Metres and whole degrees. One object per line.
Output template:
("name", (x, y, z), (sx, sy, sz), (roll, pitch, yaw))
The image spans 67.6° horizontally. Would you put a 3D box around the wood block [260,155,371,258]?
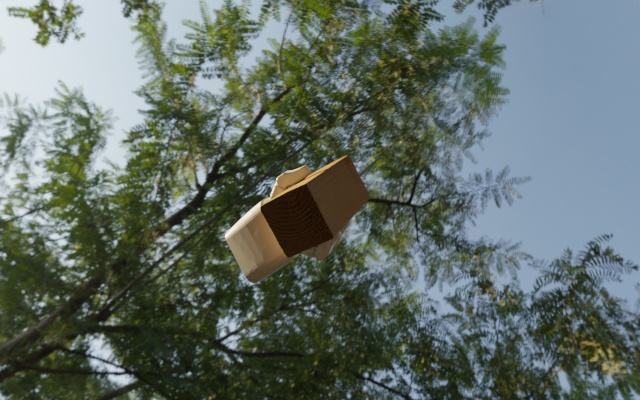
("wood block", (0.000, 0.002, 0.782), (0.090, 0.091, 0.206), (-26, 6, 26))
